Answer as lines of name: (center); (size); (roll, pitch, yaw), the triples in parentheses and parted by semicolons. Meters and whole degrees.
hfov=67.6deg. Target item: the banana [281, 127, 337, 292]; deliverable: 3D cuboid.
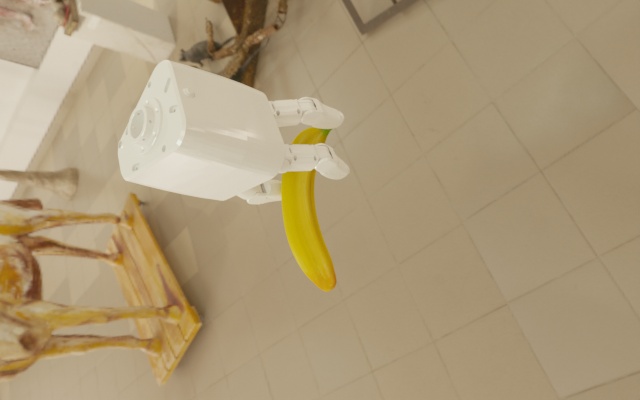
banana: (-0.014, 0.001, 0.529); (0.069, 0.197, 0.037); (-10, -17, 41)
